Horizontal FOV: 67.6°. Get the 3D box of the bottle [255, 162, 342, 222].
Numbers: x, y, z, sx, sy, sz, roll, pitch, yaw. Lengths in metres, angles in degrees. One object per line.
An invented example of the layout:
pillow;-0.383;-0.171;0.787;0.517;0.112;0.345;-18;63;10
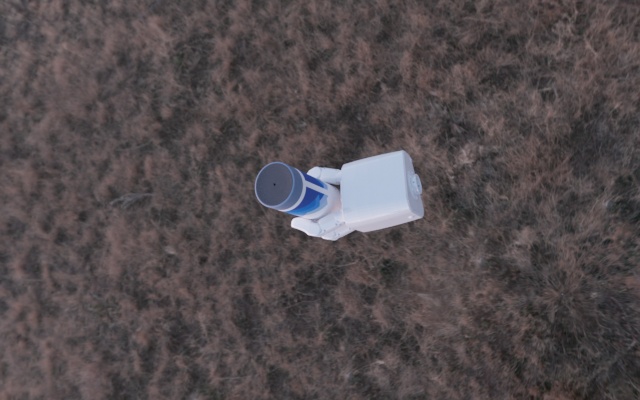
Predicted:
bottle;0.000;0.003;0.803;0.069;0.069;0.296;0;-10;27
